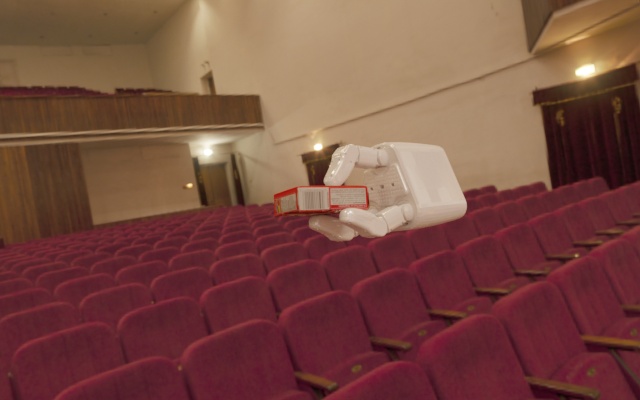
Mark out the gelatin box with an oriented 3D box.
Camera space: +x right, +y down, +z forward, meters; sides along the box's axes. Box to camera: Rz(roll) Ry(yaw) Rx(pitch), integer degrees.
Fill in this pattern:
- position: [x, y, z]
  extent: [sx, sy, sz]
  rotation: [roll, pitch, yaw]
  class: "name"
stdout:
- position: [0.000, 0.001, 0.547]
  extent: [0.089, 0.030, 0.073]
  rotation: [-1, -5, -26]
  class: "gelatin box"
